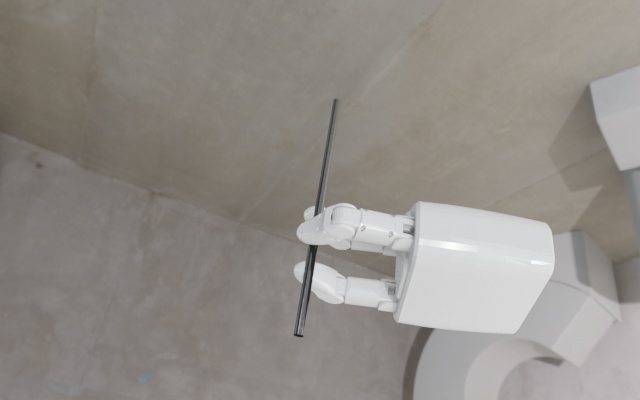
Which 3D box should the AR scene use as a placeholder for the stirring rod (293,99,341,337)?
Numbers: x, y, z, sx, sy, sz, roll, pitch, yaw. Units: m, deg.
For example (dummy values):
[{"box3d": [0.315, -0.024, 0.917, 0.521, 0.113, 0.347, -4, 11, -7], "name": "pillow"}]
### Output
[{"box3d": [0.000, 0.001, 0.427, 0.011, 0.239, 0.011, 7, -30, 4], "name": "stirring rod"}]
